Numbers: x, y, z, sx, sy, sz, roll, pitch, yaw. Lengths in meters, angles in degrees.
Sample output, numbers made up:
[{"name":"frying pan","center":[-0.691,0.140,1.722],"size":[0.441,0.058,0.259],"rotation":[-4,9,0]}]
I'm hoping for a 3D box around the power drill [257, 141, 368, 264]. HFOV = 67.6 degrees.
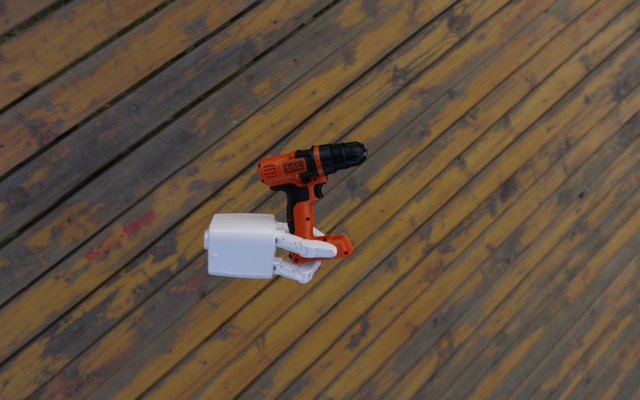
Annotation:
[{"name":"power drill","center":[0.000,0.003,0.791],"size":[0.184,0.187,0.057],"rotation":[-10,6,13]}]
